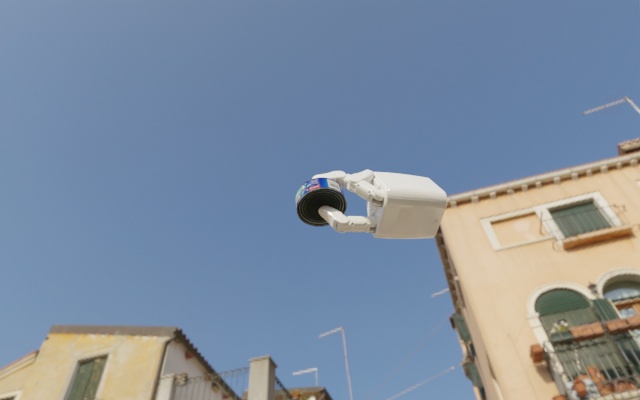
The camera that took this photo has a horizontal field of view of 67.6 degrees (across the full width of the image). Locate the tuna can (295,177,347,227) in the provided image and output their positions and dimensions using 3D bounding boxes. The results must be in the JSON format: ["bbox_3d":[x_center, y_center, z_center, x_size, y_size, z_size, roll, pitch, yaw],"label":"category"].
[{"bbox_3d":[0.000,0.002,0.819,0.086,0.086,0.033,0,40,-11],"label":"tuna can"}]
